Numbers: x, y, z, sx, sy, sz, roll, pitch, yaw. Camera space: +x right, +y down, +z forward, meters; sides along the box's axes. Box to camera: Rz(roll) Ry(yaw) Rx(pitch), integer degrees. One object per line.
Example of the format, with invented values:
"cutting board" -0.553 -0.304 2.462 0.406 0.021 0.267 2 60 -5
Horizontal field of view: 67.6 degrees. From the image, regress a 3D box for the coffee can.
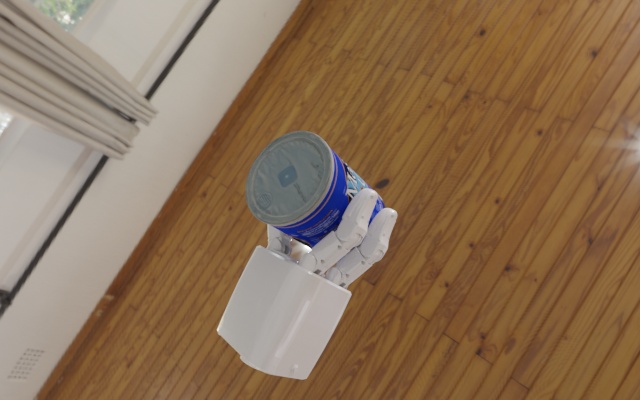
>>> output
"coffee can" 0.000 0.001 0.529 0.103 0.102 0.140 0 -22 32
